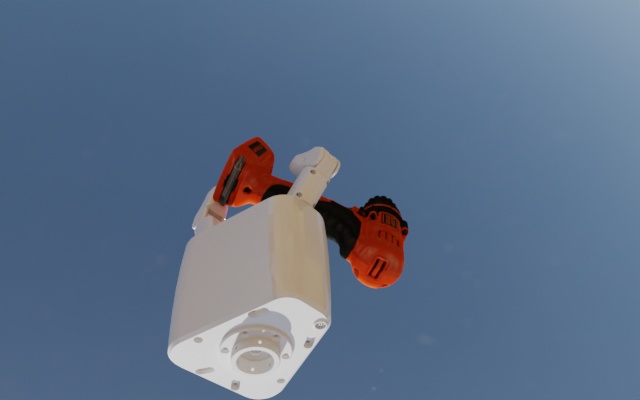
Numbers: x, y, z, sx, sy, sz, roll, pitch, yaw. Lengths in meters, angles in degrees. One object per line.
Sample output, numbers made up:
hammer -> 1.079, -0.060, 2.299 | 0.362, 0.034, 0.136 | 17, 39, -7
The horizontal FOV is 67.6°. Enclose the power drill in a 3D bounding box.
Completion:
power drill -> 0.000, 0.001, 0.483 | 0.187, 0.057, 0.184 | 26, 15, 0
